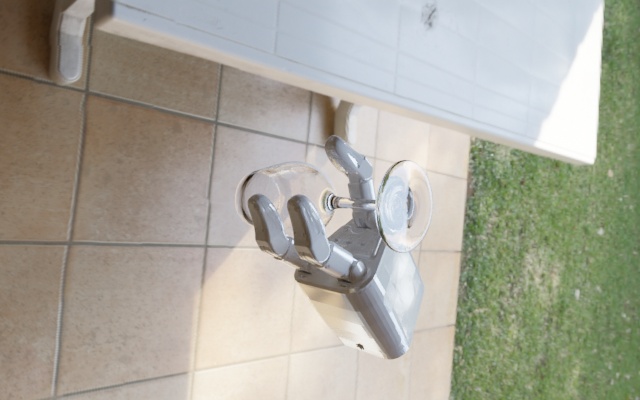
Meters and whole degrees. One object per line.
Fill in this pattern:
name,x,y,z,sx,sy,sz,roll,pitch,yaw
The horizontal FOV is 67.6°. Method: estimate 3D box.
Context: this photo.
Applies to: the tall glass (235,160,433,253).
tall glass,0.001,0.001,0.450,0.079,0.079,0.201,0,2,-44
